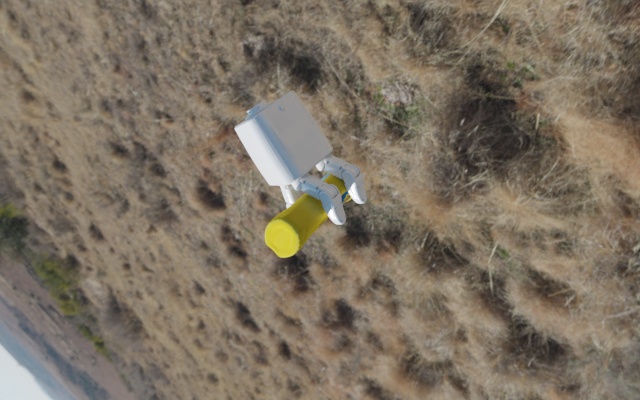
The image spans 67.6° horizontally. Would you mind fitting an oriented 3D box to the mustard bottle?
[{"bbox_3d":[0.000,0.003,0.728,0.191,0.058,0.096,-43,-7,-35],"label":"mustard bottle"}]
